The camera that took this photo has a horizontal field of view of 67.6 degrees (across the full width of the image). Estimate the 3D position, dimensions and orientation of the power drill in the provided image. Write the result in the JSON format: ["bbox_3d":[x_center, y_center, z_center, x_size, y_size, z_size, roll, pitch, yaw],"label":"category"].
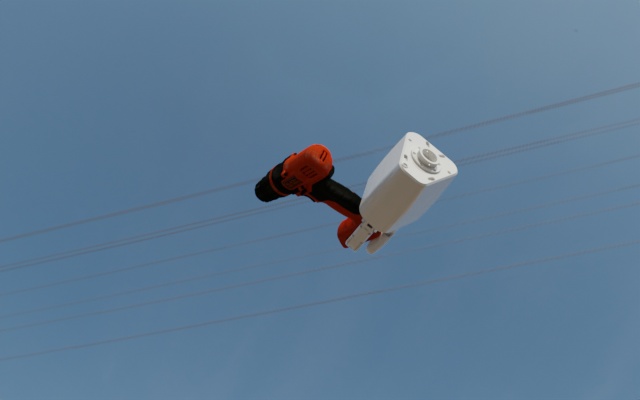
[{"bbox_3d":[0.001,0.003,0.771,0.188,0.057,0.184,37,-34,-21],"label":"power drill"}]
